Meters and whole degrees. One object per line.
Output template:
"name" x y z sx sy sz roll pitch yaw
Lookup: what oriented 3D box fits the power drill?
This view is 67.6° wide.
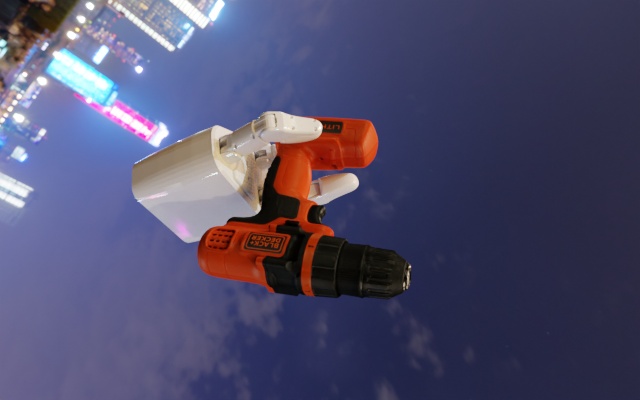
"power drill" 0.000 0.001 0.442 0.184 0.187 0.057 6 -41 15
